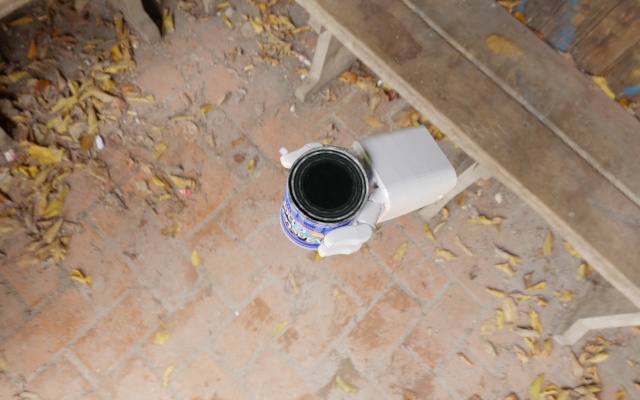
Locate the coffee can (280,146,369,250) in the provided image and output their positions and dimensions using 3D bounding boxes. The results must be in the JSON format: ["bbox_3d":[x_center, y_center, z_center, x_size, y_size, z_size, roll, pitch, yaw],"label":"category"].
[{"bbox_3d":[0.000,0.002,0.649,0.103,0.102,0.140,0,-18,-8],"label":"coffee can"}]
